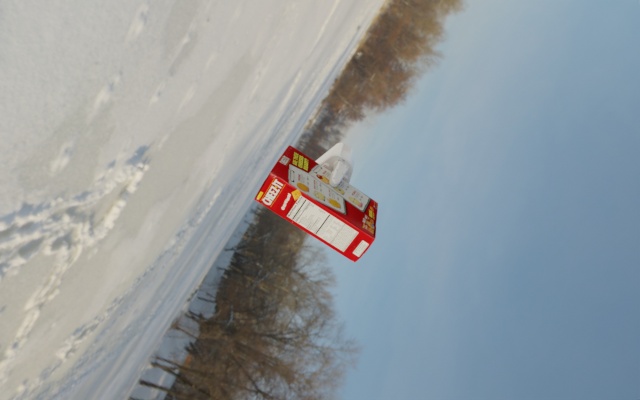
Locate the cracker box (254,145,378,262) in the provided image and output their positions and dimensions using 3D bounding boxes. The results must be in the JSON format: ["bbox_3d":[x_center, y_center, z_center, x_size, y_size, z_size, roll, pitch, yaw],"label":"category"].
[{"bbox_3d":[0.000,0.003,0.884,0.214,0.072,0.164,32,23,-5],"label":"cracker box"}]
